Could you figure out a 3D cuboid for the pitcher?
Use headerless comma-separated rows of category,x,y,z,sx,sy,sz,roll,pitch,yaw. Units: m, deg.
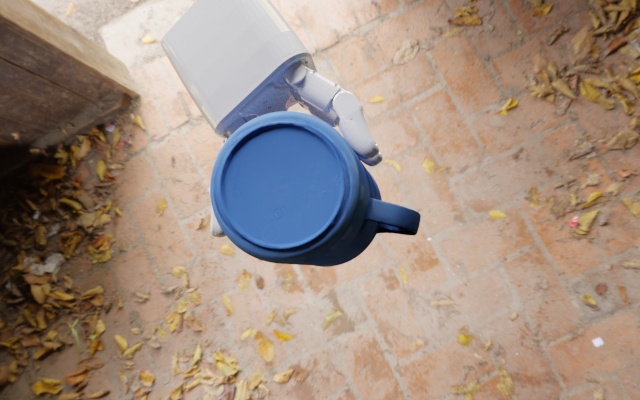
pitcher,0.000,0.001,0.442,0.149,0.145,0.243,-32,-8,4
